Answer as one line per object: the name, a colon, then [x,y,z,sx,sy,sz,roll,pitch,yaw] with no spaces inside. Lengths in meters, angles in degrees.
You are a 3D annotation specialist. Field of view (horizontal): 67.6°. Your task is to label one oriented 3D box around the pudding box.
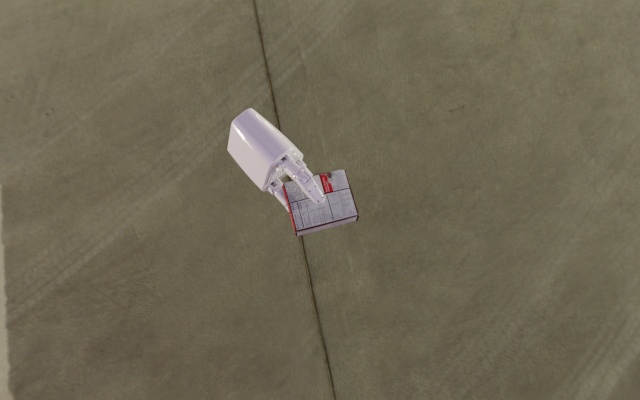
pudding box: [0.000,0.003,0.806,0.113,0.090,0.039,-14,-14,-5]
